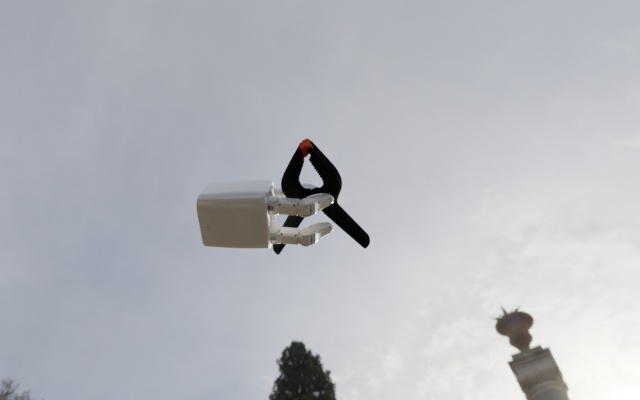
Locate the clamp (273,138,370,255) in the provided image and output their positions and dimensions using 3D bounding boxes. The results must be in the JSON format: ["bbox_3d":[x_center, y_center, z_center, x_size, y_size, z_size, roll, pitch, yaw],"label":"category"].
[{"bbox_3d":[0.000,0.002,0.761,0.164,0.210,0.036,0,33,1],"label":"clamp"}]
